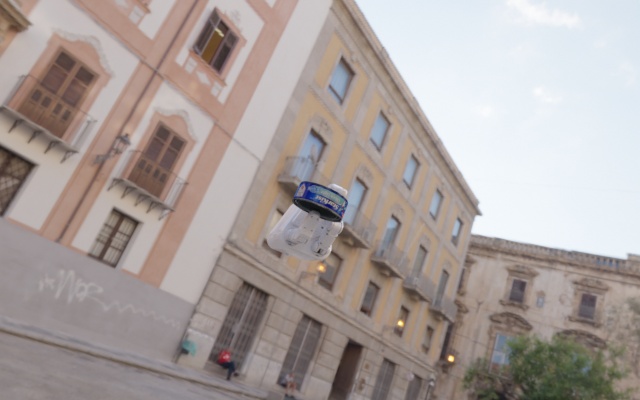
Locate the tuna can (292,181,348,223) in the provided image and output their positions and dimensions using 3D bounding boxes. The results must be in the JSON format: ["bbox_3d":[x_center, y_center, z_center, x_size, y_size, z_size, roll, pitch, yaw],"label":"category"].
[{"bbox_3d":[0.000,0.002,0.764,0.086,0.033,0.086,22,-14,5],"label":"tuna can"}]
